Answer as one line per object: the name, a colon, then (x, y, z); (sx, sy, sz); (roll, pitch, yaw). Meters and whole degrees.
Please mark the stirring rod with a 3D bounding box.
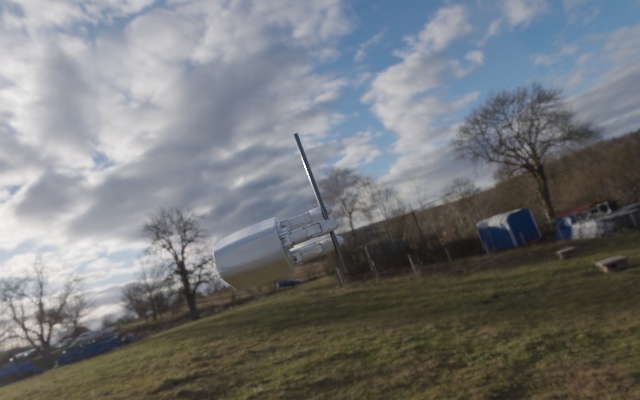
stirring rod: (0.000, 0.003, 0.771); (0.011, 0.239, 0.011); (-20, -7, -3)
